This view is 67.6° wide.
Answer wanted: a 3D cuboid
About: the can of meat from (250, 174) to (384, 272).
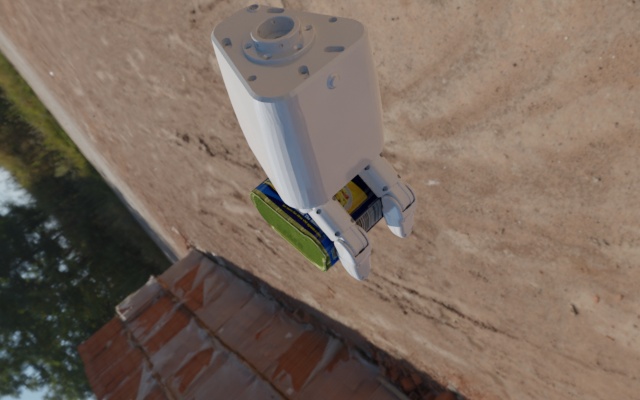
[{"bbox_3d":[0.000,0.002,0.428,0.102,0.084,0.057,37,-22,28],"label":"can of meat"}]
